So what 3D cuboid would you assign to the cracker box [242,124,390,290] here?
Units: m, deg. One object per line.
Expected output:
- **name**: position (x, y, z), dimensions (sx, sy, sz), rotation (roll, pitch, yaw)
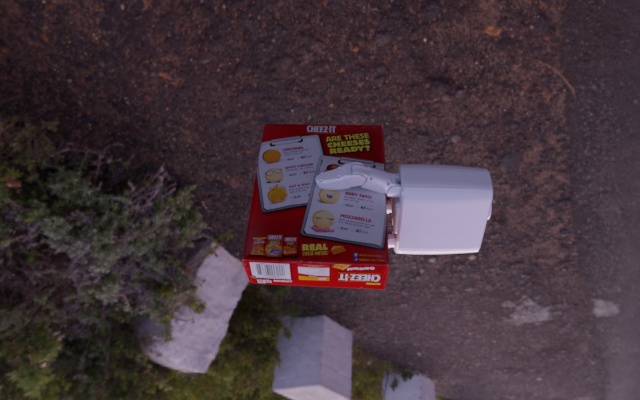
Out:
- **cracker box**: position (0.000, 0.002, 0.604), dimensions (0.164, 0.213, 0.072), rotation (1, -37, 2)
